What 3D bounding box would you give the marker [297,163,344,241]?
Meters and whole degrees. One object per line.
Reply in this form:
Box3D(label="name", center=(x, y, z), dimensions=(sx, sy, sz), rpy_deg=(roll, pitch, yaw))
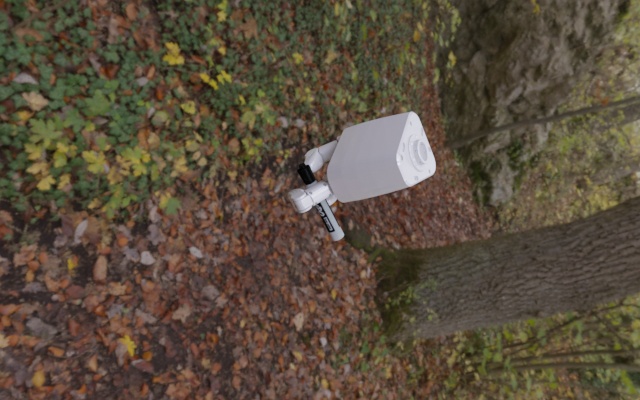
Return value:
Box3D(label="marker", center=(0.000, 0.002, 0.661), dimensions=(0.020, 0.121, 0.020), rpy_deg=(-23, 20, 9))
